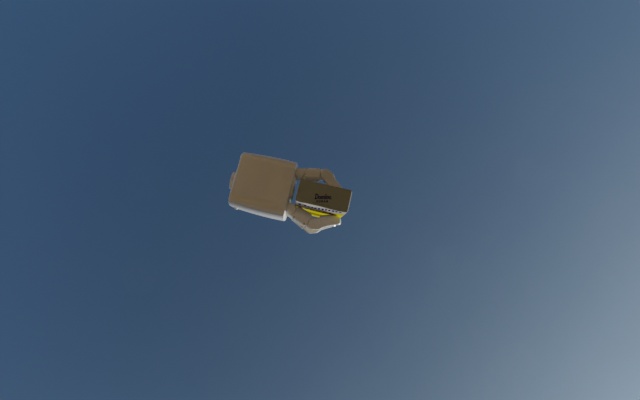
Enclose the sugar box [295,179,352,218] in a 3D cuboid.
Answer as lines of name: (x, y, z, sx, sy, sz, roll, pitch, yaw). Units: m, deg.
sugar box: (0.000, 0.003, 0.887, 0.093, 0.048, 0.176, 13, -5, -1)
